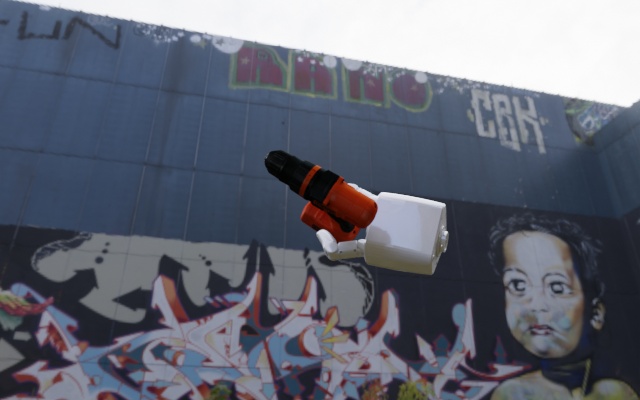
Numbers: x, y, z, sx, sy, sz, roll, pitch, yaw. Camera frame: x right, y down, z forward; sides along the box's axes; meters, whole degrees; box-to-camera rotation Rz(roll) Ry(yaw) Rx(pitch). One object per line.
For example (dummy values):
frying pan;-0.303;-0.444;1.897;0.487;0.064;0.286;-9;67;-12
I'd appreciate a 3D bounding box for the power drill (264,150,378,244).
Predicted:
power drill;0.000;0.003;0.758;0.184;0.057;0.188;32;-13;12
